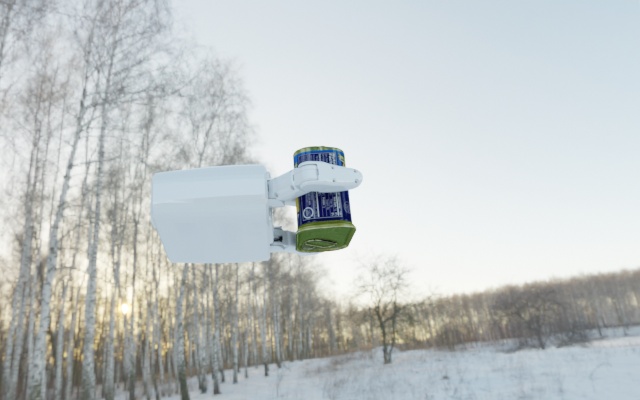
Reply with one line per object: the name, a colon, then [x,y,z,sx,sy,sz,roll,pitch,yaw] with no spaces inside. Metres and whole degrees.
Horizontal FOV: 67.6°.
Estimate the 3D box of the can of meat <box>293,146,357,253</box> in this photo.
can of meat: [0.000,0.001,0.490,0.057,0.084,0.102,-4,-18,-4]
